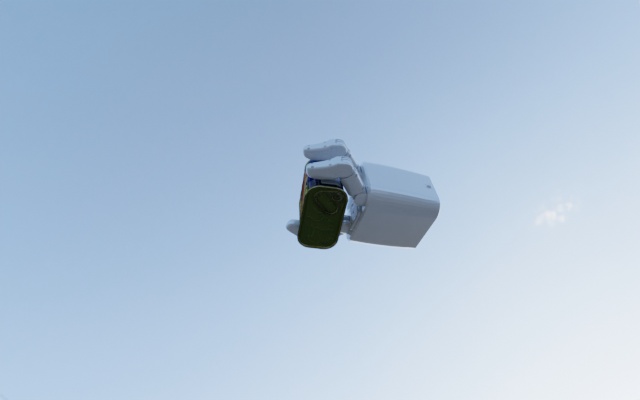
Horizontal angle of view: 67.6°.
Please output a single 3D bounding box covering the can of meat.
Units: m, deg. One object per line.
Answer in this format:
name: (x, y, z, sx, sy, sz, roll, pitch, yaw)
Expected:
can of meat: (0.000, 0.002, 0.668, 0.057, 0.102, 0.084, 7, 33, -8)
